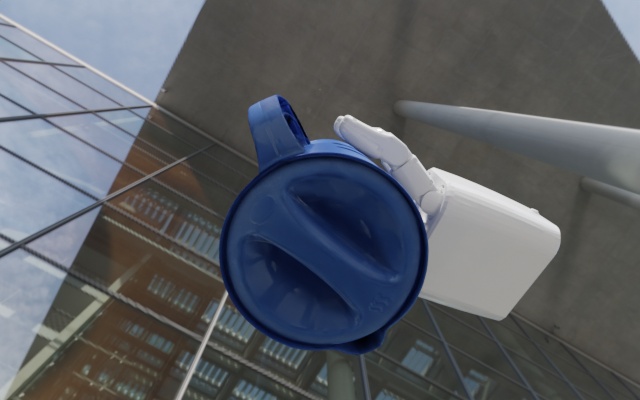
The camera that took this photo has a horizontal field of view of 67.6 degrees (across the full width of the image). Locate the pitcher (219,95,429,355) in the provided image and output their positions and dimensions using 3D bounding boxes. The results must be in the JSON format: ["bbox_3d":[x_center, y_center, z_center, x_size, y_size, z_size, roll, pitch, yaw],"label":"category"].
[{"bbox_3d":[0.000,0.001,0.410,0.145,0.149,0.242,20,12,-4],"label":"pitcher"}]
